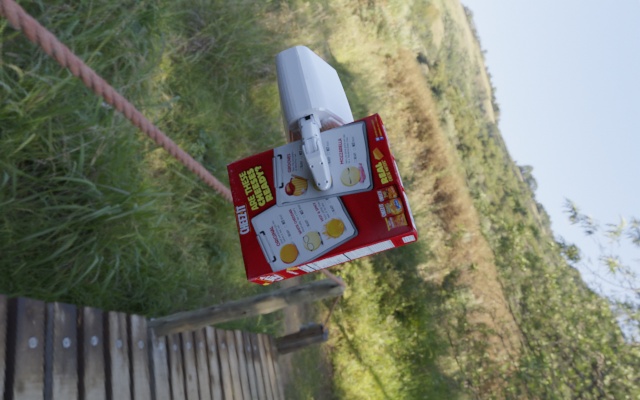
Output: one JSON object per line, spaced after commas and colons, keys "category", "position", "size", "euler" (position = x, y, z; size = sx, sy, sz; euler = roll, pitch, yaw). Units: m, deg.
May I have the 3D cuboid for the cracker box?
{"category": "cracker box", "position": [0.000, 0.002, 0.619], "size": [0.214, 0.164, 0.072], "euler": [-18, -21, 11]}
